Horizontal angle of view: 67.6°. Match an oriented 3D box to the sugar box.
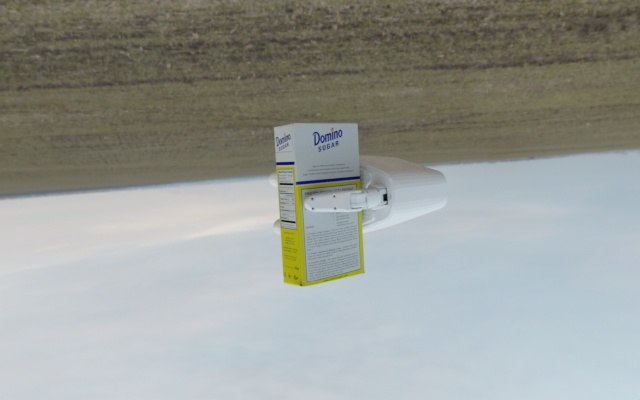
[{"bbox_3d":[0.000,0.002,0.538,0.093,0.176,0.048,-6,4,-38],"label":"sugar box"}]
